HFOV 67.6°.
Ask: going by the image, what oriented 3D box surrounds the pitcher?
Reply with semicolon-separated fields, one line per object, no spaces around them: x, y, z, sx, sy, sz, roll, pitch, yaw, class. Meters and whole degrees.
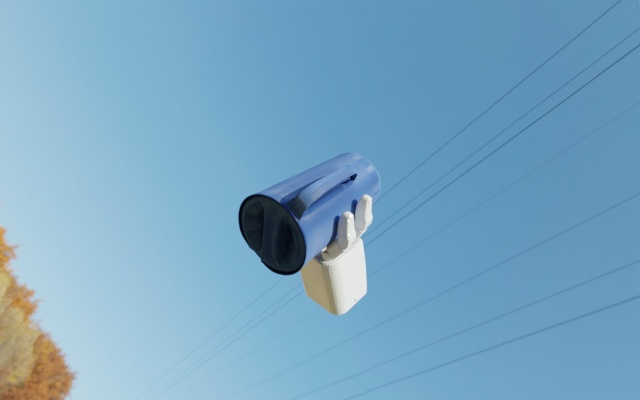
0.000;0.003;0.772;0.149;0.145;0.242;10;29;37;pitcher
